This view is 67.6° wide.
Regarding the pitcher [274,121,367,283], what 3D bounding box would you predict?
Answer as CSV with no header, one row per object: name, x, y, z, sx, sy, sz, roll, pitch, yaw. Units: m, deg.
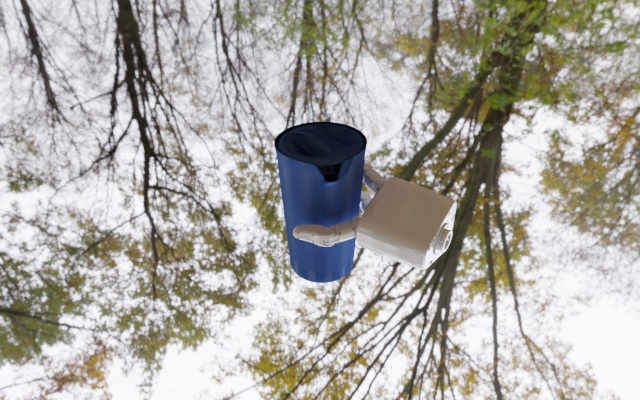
pitcher,0.000,0.003,0.757,0.145,0.243,0.149,20,39,27
